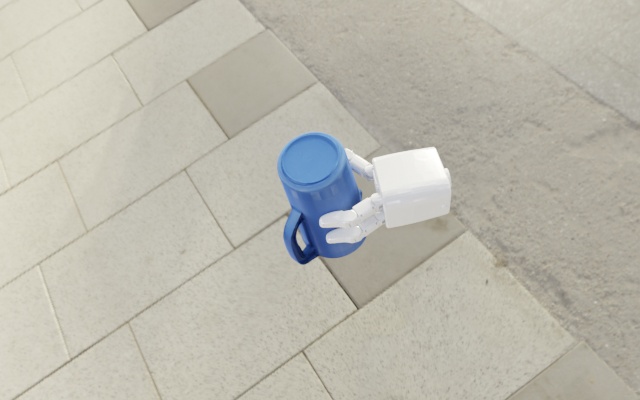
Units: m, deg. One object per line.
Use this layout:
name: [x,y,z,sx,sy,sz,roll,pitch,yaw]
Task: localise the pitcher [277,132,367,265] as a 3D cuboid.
pitcher: [0.000,0.003,0.812,0.145,0.149,0.243,-9,-30,7]
